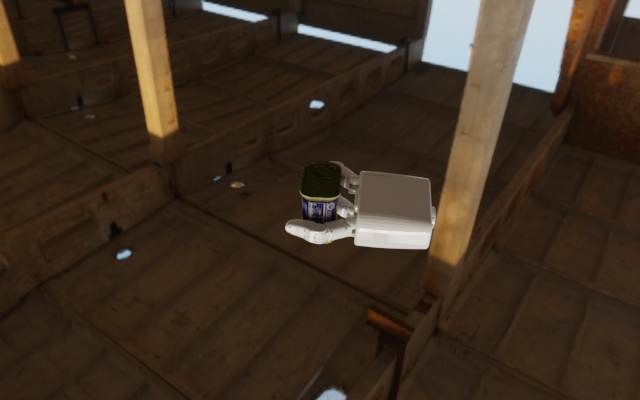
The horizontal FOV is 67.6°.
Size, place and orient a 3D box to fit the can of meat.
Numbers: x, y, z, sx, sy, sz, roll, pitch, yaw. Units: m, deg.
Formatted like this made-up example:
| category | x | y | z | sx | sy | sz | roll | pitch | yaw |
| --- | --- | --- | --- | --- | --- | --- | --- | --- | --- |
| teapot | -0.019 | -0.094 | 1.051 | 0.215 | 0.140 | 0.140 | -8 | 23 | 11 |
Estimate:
| category | x | y | z | sx | sy | sz | roll | pitch | yaw |
| --- | --- | --- | --- | --- | --- | --- | --- | --- | --- |
| can of meat | 0.000 | 0.003 | 0.715 | 0.057 | 0.084 | 0.102 | 3 | 34 | 1 |
